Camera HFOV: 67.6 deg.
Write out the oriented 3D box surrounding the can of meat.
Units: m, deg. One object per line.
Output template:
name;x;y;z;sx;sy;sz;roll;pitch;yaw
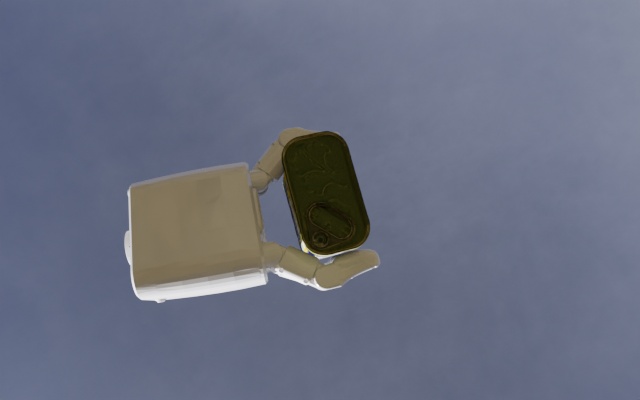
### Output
can of meat;0.000;0.001;0.428;0.057;0.102;0.084;-14;-10;-9
